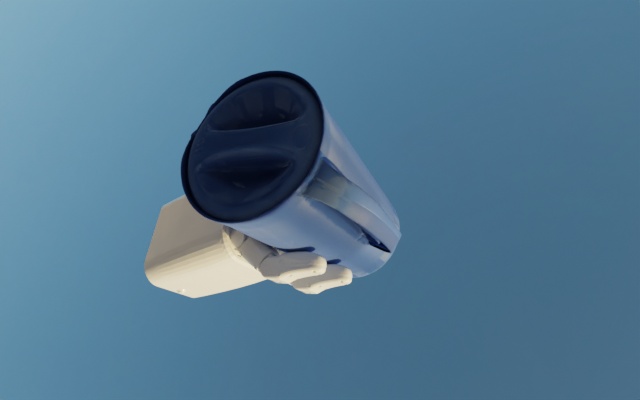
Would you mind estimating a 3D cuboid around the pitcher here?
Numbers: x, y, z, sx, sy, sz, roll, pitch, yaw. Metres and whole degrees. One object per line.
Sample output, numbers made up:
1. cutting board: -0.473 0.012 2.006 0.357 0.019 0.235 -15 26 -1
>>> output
1. pitcher: 0.000 0.002 0.460 0.145 0.149 0.243 -21 -30 19
